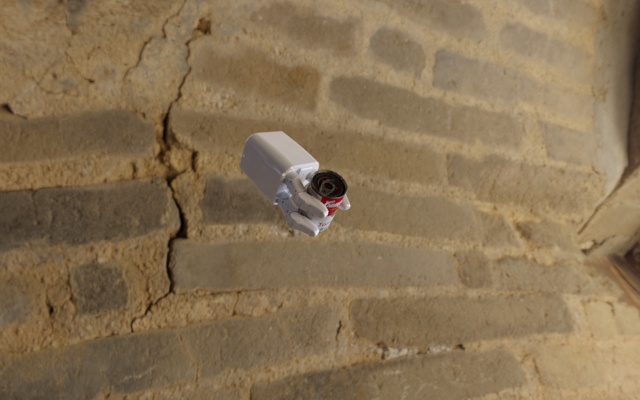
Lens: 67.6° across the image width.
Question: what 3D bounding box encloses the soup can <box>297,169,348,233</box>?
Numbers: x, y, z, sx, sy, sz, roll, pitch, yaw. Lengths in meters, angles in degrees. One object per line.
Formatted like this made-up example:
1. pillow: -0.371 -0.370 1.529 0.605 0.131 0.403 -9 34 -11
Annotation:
1. soup can: 0.000 0.003 0.870 0.068 0.068 0.102 0 -41 -25
